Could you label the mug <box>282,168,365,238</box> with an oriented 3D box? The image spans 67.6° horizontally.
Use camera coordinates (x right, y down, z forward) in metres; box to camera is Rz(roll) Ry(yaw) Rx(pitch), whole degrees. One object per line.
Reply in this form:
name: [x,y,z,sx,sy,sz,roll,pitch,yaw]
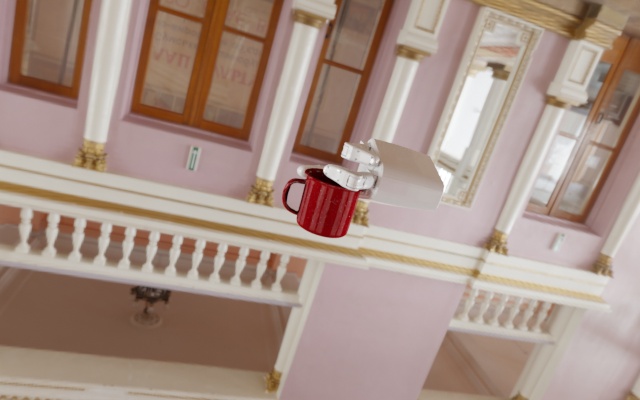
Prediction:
mug: [-0.001,0.002,0.713,0.117,0.081,0.093,12,17,-14]
